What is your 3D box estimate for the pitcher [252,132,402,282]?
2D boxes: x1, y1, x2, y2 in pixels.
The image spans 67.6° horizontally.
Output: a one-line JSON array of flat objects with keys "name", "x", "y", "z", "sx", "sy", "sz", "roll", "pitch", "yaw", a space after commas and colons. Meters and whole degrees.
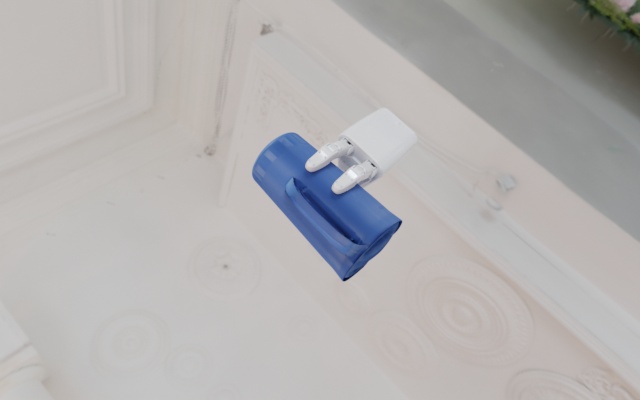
[{"name": "pitcher", "x": 0.000, "y": 0.002, "z": 0.766, "sx": 0.145, "sy": 0.242, "sz": 0.149, "roll": -37, "pitch": -17, "yaw": -29}]
